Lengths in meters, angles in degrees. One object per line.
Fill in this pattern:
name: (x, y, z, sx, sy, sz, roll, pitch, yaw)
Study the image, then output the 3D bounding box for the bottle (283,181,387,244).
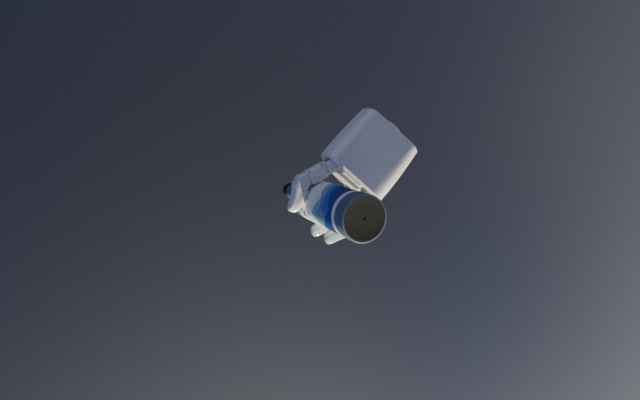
bottle: (0.000, 0.003, 0.756, 0.069, 0.069, 0.295, 0, 8, -23)
